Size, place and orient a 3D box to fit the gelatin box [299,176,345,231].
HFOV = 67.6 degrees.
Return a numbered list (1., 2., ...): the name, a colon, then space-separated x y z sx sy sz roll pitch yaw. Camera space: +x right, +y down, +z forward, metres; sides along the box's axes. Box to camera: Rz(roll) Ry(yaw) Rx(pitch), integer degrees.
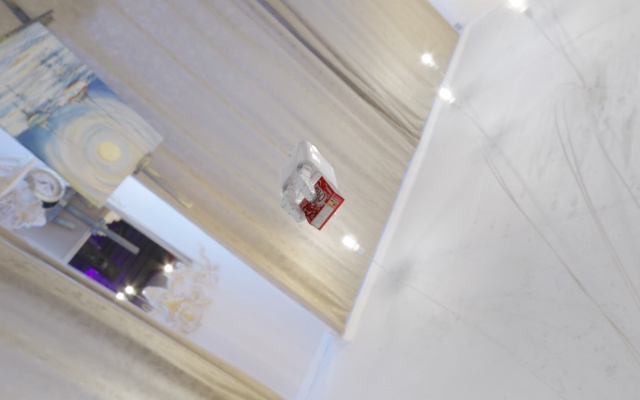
1. gelatin box: 0.001 0.003 0.870 0.030 0.073 0.089 34 11 -26
